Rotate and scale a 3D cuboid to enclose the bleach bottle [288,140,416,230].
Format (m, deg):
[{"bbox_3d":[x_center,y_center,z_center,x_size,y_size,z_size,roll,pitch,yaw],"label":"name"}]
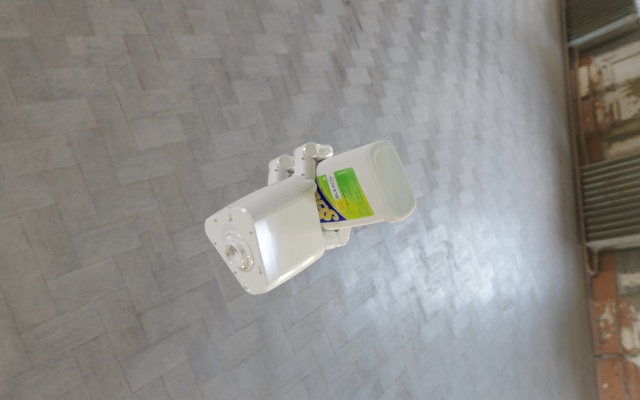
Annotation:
[{"bbox_3d":[0.000,0.002,0.652,0.251,0.102,0.068,-19,7,43],"label":"bleach bottle"}]
